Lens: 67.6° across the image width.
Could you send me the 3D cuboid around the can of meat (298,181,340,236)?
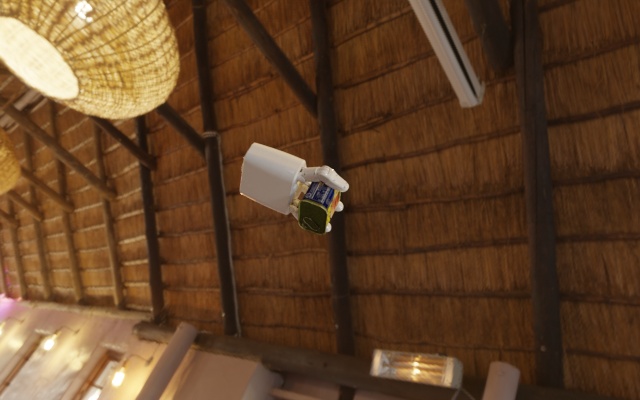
[{"bbox_3d":[0.000,0.003,0.900,0.057,0.084,0.102,20,-33,10],"label":"can of meat"}]
